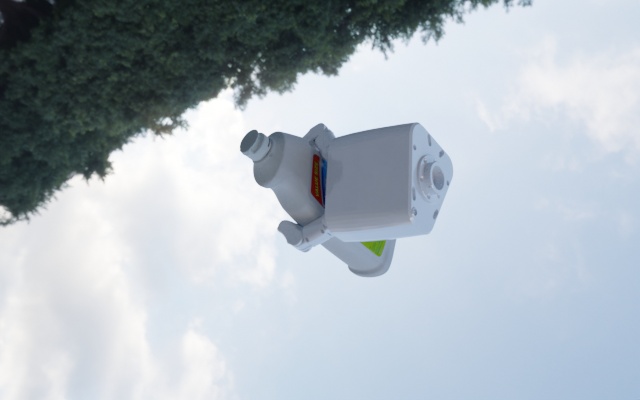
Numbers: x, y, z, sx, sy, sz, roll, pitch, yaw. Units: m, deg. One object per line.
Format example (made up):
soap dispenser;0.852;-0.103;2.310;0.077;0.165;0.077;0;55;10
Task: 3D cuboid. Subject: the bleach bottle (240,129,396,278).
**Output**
bleach bottle;0.000;0.002;0.580;0.068;0.102;0.251;-7;-32;42
